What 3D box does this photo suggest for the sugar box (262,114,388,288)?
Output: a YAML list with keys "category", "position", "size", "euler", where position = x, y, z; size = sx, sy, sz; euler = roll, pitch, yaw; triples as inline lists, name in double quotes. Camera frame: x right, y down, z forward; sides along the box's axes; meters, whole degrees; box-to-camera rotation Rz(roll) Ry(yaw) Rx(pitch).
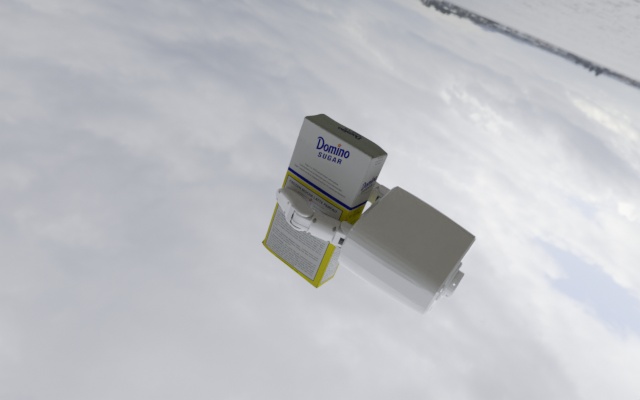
- category: "sugar box"
  position: [0.000, 0.002, 0.540]
  size: [0.093, 0.176, 0.048]
  euler: [35, 29, 22]
